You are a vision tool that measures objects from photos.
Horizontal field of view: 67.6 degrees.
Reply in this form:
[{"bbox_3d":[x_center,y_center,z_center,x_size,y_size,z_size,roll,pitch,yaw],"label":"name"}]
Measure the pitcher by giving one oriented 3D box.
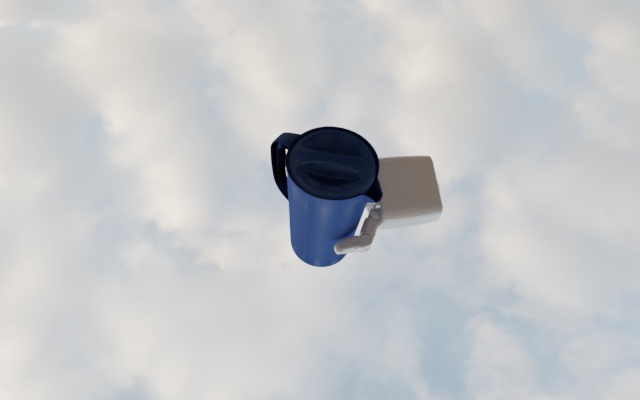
[{"bbox_3d":[0.000,0.003,0.766,0.145,0.149,0.243,-6,-33,-10],"label":"pitcher"}]
